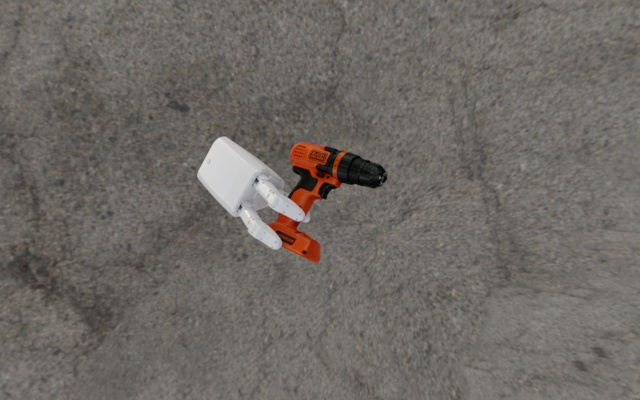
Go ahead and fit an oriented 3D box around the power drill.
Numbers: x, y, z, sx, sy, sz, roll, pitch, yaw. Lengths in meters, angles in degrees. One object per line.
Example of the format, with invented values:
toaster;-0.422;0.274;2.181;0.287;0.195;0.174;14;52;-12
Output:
power drill;0.000;0.003;0.780;0.184;0.187;0.057;19;-11;36
